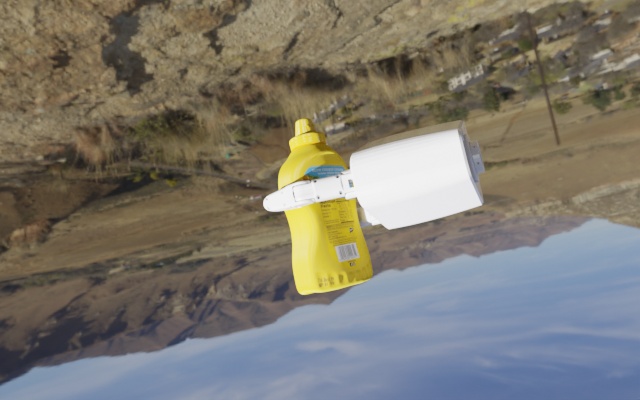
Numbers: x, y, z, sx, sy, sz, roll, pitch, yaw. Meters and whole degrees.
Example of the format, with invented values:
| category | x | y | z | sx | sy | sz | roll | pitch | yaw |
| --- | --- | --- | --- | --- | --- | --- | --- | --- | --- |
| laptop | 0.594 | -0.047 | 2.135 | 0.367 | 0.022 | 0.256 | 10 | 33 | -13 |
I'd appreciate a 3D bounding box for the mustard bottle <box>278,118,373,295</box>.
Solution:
| category | x | y | z | sx | sy | sz | roll | pitch | yaw |
| --- | --- | --- | --- | --- | --- | --- | --- | --- | --- |
| mustard bottle | 0.000 | 0.002 | 0.532 | 0.096 | 0.191 | 0.058 | -5 | -9 | -43 |
